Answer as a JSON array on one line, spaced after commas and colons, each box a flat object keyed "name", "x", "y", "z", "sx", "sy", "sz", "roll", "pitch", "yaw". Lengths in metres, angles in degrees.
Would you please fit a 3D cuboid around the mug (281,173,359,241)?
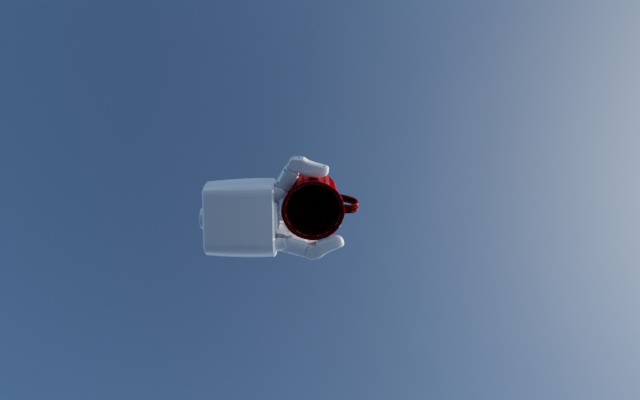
[{"name": "mug", "x": 0.002, "y": 0.002, "z": 0.733, "sx": 0.117, "sy": 0.093, "sz": 0.081, "roll": 0, "pitch": 20, "yaw": -2}]
